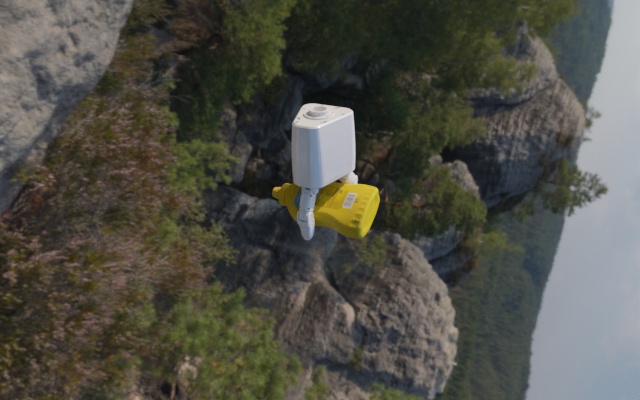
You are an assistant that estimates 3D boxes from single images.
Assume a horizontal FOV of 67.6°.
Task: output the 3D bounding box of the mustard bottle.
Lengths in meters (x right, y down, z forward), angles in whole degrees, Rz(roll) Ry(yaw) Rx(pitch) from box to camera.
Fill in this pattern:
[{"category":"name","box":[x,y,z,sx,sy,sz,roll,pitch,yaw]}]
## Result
[{"category":"mustard bottle","box":[0.000,0.003,0.844,0.191,0.096,0.058,13,-32,23]}]
